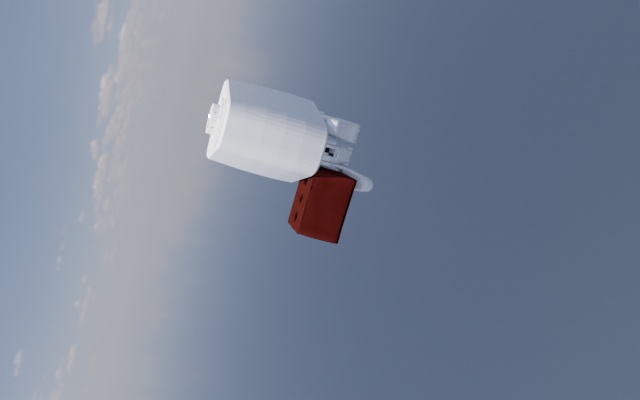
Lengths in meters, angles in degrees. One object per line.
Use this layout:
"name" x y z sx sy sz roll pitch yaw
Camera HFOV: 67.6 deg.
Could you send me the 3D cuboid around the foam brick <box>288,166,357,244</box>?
"foam brick" 0.000 0.002 0.551 0.051 0.078 0.053 13 9 -20
